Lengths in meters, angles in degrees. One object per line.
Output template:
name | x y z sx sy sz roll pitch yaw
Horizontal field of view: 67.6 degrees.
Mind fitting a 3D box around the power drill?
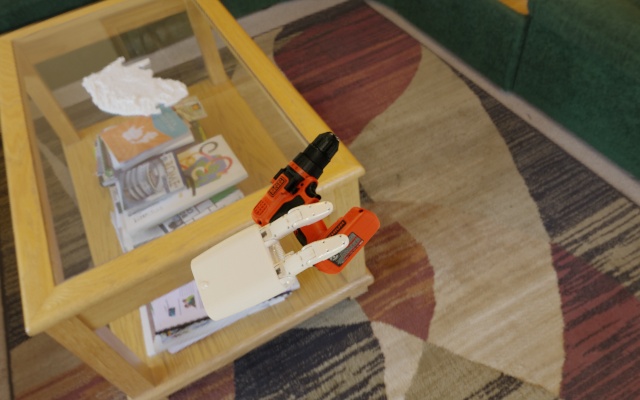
power drill | 0.000 0.003 0.697 0.057 0.184 0.187 36 5 -46
